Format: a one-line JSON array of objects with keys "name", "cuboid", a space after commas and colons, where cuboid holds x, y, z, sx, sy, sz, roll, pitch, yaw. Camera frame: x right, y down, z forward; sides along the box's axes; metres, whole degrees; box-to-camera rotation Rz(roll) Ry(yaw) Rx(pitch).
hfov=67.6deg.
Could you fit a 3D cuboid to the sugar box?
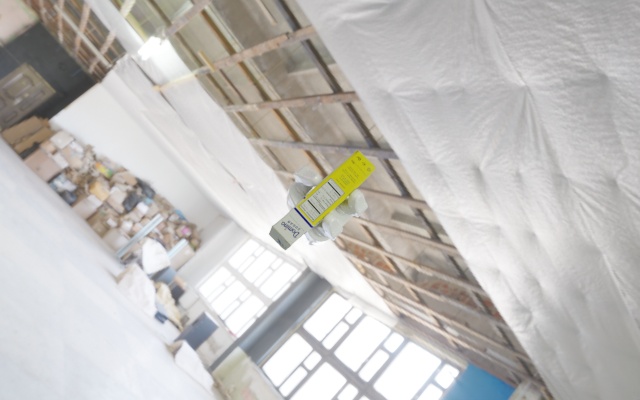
[{"name": "sugar box", "cuboid": [0.001, 0.003, 0.732, 0.176, 0.048, 0.093, -45, -1, -14]}]
